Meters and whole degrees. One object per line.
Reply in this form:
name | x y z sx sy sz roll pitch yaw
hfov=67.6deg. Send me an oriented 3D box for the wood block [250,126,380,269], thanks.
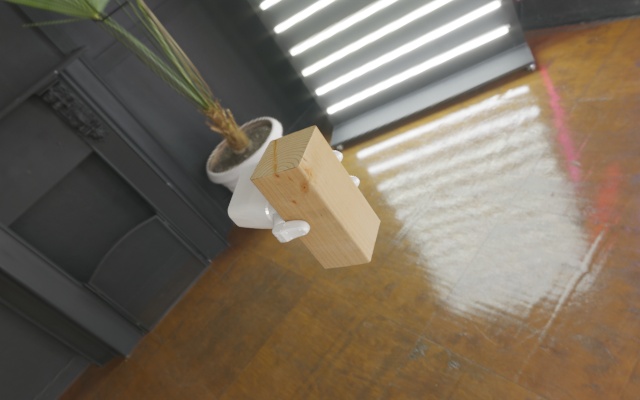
wood block | 0.000 0.003 0.725 0.090 0.090 0.206 -13 -51 34
